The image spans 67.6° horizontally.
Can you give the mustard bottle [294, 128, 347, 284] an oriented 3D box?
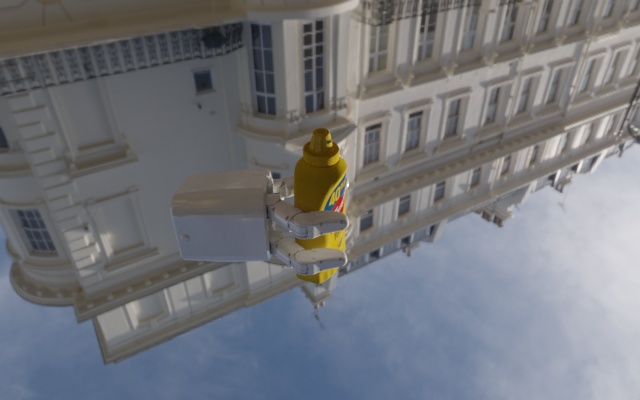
[{"bbox_3d":[0.000,0.002,0.572,0.058,0.192,0.096,14,39,18],"label":"mustard bottle"}]
